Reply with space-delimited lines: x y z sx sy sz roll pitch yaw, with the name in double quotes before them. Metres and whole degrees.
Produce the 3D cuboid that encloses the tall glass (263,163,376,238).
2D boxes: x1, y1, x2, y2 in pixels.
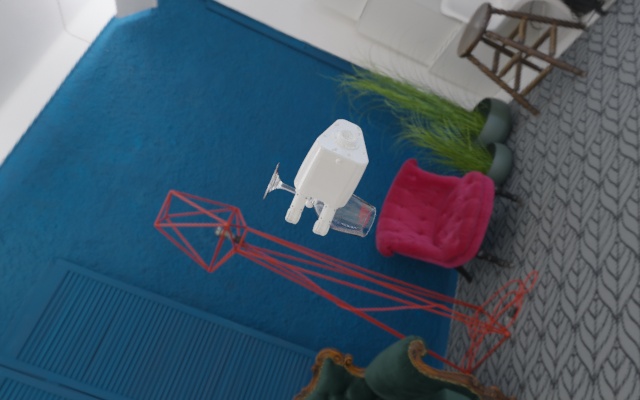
"tall glass" -0.001 0.003 0.886 0.201 0.079 0.079 23 -3 -6
